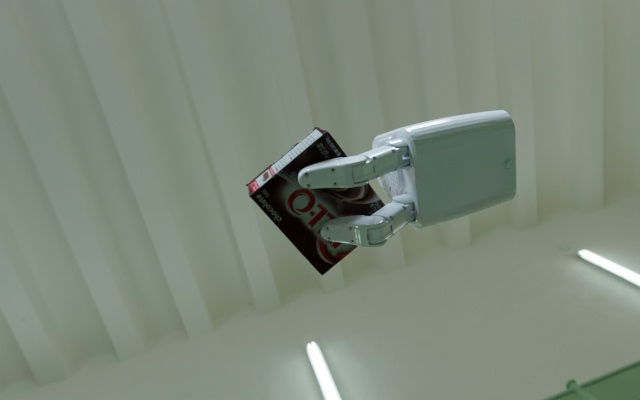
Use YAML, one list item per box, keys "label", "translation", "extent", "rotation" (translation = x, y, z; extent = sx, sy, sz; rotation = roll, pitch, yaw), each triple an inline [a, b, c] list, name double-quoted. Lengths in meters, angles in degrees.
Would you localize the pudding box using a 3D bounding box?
- label: "pudding box"
  translation: [0.000, 0.001, 0.449]
  extent: [0.090, 0.113, 0.039]
  rotation: [-40, 23, 0]
